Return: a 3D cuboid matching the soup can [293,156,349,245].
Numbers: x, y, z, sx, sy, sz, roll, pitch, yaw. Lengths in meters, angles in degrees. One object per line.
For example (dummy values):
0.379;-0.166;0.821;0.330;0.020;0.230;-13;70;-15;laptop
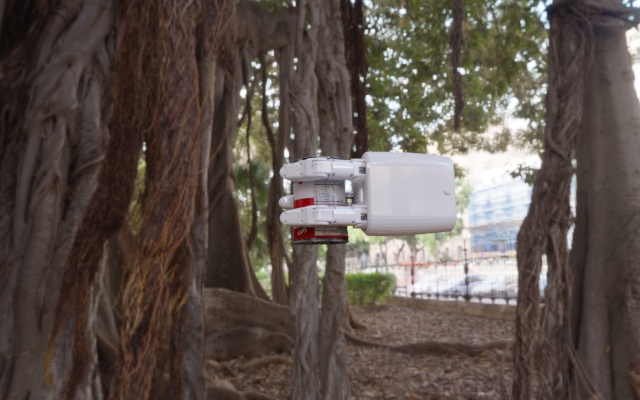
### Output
0.000;0.002;0.590;0.068;0.102;0.068;-1;-8;0;soup can
